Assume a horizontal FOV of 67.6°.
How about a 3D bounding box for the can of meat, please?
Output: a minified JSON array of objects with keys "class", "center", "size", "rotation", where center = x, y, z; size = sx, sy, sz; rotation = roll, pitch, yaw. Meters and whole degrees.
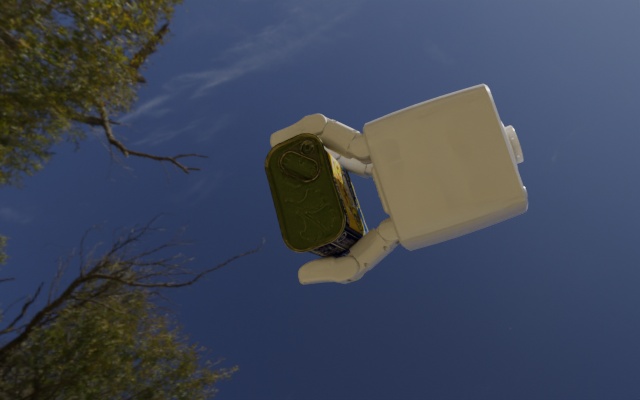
[{"class":"can of meat","center":[0.000,0.002,0.438],"size":[0.057,0.102,0.084],"rotation":[-23,-21,15]}]
